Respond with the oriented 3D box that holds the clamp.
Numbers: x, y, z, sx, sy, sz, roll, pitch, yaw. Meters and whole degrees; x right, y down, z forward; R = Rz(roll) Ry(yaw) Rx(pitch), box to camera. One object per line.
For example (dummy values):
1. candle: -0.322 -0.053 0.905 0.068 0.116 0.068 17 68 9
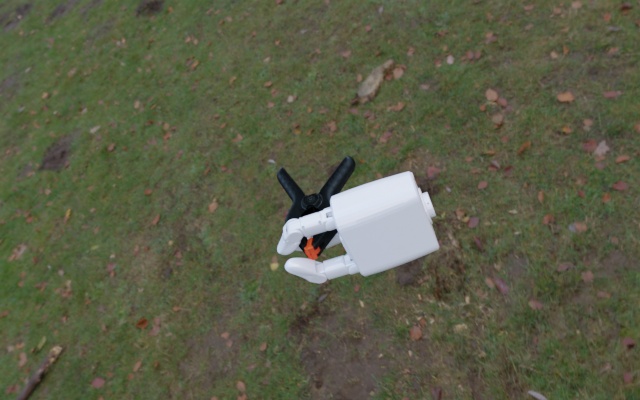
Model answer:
1. clamp: 0.000 0.002 0.674 0.120 0.171 0.039 -19 -40 12
